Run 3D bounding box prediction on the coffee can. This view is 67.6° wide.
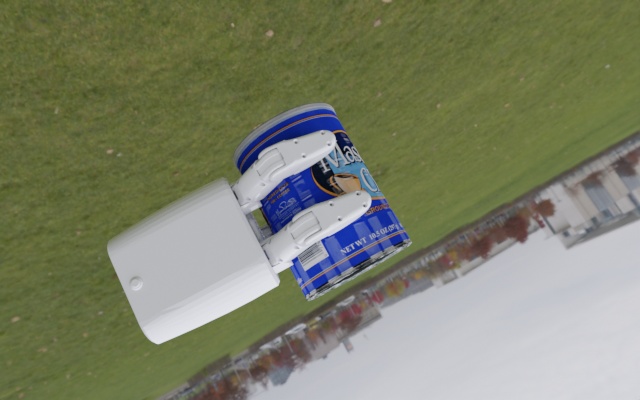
[{"bbox_3d":[0.000,0.001,0.419,0.103,0.140,0.103,-28,-12,-7],"label":"coffee can"}]
